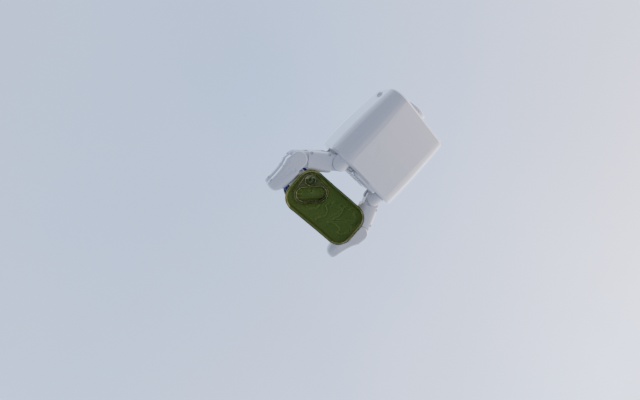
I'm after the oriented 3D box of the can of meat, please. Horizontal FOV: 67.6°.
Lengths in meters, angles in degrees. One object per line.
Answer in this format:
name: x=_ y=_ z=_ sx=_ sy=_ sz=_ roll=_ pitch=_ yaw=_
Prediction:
can of meat: x=0.000 y=0.002 z=0.622 sx=0.102 sy=0.057 sz=0.084 roll=40 pitch=3 yaw=-13
